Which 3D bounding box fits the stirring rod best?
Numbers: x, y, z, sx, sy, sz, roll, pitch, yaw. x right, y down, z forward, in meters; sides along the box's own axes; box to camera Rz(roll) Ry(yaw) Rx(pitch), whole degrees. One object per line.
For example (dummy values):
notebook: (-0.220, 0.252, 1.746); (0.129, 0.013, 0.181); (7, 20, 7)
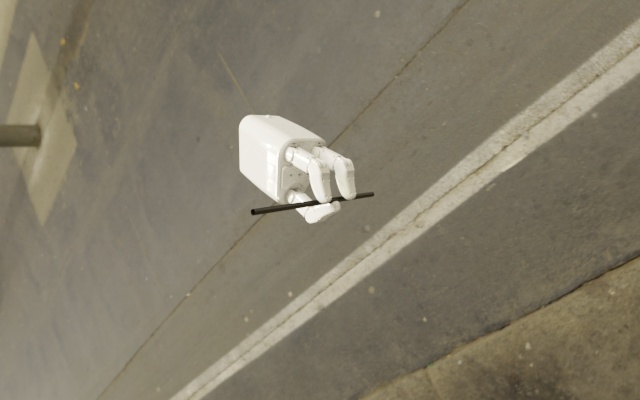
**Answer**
stirring rod: (0.000, 0.002, 0.657); (0.011, 0.011, 0.239); (0, 6, 42)
